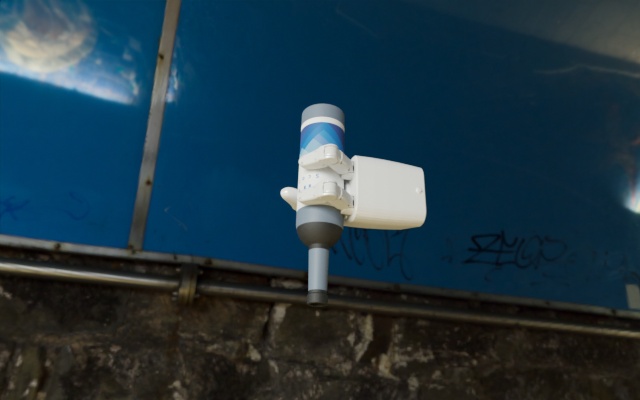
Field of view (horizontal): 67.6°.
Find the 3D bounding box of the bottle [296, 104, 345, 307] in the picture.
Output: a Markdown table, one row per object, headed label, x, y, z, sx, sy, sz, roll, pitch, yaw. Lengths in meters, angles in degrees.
| label | x | y | z | sx | sy | sz | roll | pitch | yaw |
| --- | --- | --- | --- | --- | --- | --- | --- | --- | --- |
| bottle | 0.000 | 0.002 | 0.682 | 0.069 | 0.295 | 0.069 | 2 | -25 | 1 |
